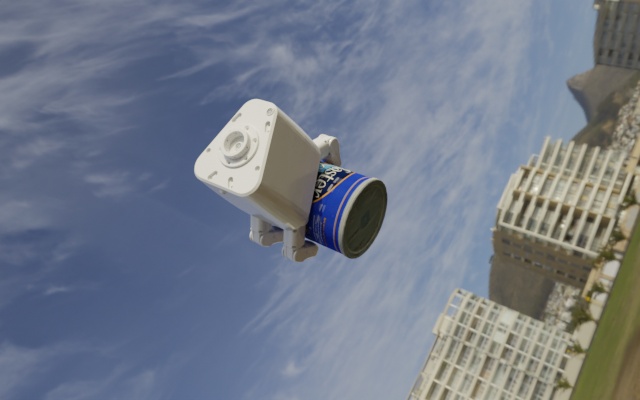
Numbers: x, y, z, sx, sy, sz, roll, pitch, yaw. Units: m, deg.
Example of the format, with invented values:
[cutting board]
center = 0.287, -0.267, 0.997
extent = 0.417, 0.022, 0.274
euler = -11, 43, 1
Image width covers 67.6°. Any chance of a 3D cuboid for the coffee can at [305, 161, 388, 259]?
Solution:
[coffee can]
center = 0.000, 0.002, 0.615
extent = 0.140, 0.103, 0.103
euler = 21, 11, 31
